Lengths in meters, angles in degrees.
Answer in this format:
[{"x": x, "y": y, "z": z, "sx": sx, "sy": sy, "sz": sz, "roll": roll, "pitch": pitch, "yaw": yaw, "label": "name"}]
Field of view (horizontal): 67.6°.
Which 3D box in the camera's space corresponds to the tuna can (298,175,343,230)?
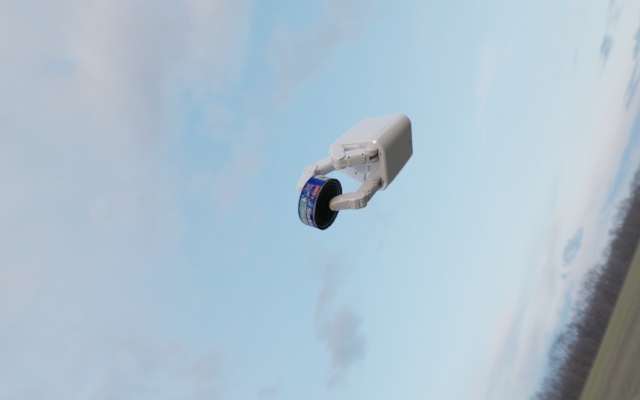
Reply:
[{"x": 0.000, "y": 0.002, "z": 0.766, "sx": 0.033, "sy": 0.086, "sz": 0.086, "roll": 16, "pitch": 8, "yaw": 29, "label": "tuna can"}]
